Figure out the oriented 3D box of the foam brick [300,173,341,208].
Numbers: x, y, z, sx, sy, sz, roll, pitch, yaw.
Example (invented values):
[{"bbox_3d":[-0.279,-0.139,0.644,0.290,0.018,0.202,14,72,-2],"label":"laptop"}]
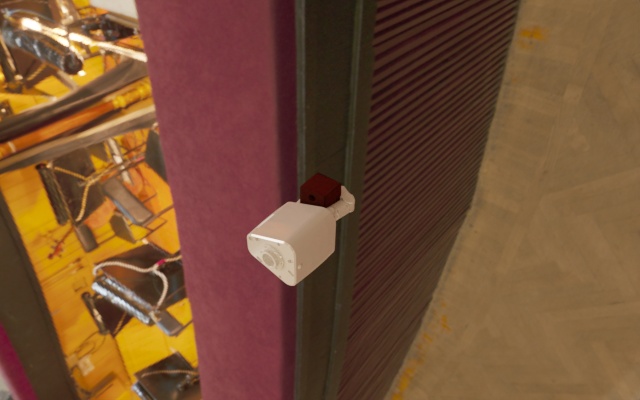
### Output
[{"bbox_3d":[0.000,0.002,0.829,0.053,0.078,0.051,25,43,28],"label":"foam brick"}]
